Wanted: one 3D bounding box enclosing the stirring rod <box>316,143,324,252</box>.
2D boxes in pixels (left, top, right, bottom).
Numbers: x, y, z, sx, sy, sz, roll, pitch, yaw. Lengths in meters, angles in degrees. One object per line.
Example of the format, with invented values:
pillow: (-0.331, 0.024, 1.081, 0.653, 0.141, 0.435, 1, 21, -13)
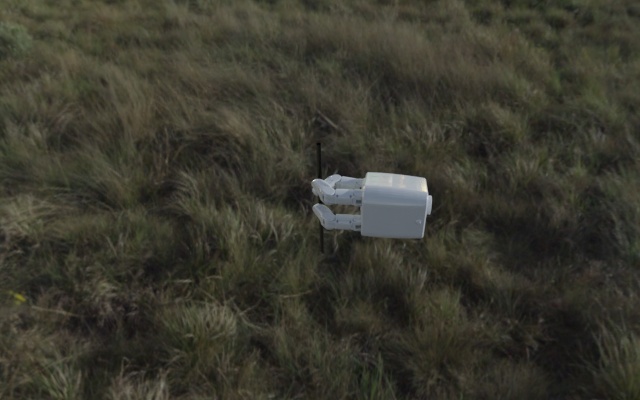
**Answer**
stirring rod: (0.000, 0.003, 0.858, 0.011, 0.240, 0.011, -1, 37, 1)
